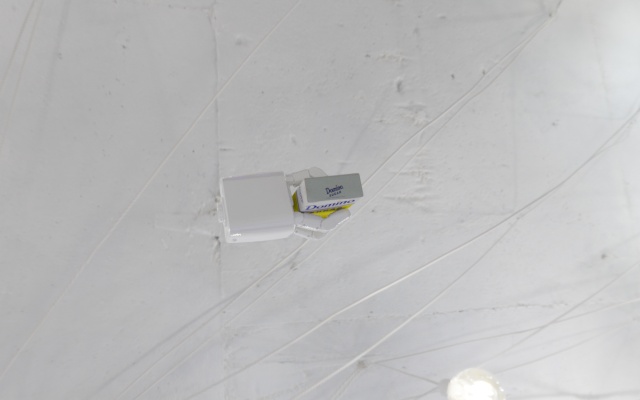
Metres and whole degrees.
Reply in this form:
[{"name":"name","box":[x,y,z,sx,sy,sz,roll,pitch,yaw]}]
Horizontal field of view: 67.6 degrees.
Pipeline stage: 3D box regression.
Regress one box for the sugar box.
[{"name":"sugar box","box":[0.000,0.003,0.809,0.093,0.048,0.176,-6,-11,-16]}]
